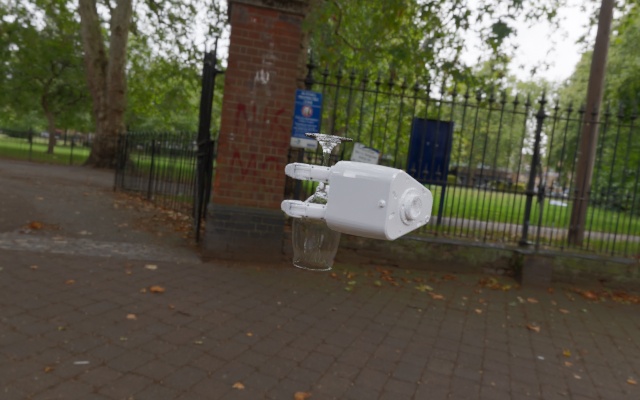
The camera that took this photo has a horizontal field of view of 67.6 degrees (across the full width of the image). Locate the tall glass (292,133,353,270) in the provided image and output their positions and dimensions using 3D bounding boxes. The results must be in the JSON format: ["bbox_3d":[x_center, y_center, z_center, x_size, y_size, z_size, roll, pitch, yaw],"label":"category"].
[{"bbox_3d":[0.000,0.002,0.732,0.079,0.201,0.079,7,3,0],"label":"tall glass"}]
